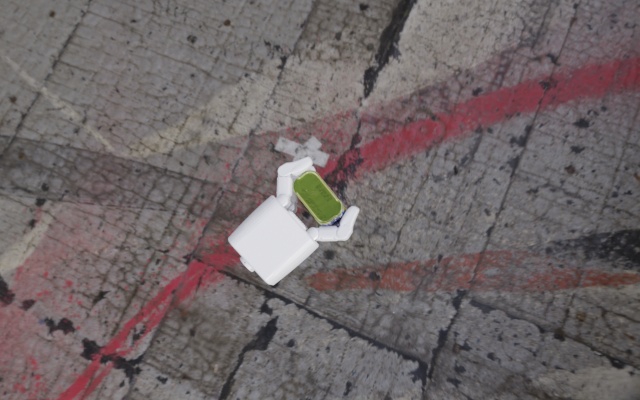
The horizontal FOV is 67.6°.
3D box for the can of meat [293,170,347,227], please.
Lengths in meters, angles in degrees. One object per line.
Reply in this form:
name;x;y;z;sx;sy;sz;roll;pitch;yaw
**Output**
can of meat;0.000;0.003;0.828;0.057;0.102;0.084;-39;-15;-1
